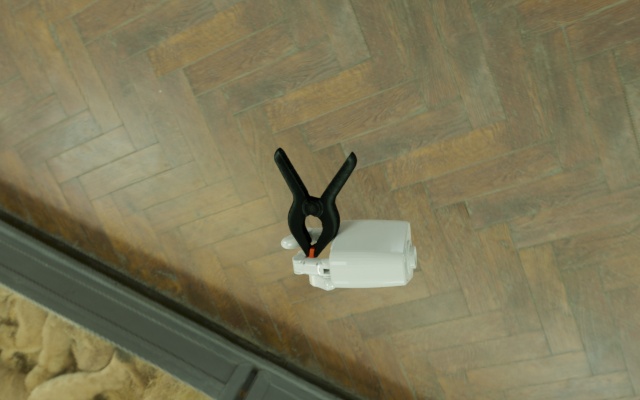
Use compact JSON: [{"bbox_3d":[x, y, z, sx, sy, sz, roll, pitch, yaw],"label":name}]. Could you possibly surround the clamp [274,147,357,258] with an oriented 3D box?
[{"bbox_3d":[0.000,0.003,0.701,0.120,0.171,0.039,-2,17,19],"label":"clamp"}]
